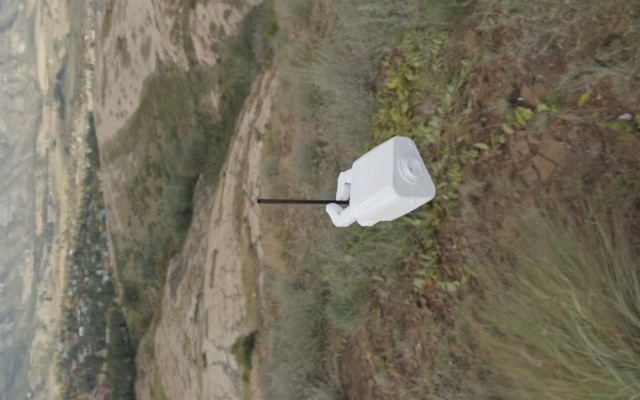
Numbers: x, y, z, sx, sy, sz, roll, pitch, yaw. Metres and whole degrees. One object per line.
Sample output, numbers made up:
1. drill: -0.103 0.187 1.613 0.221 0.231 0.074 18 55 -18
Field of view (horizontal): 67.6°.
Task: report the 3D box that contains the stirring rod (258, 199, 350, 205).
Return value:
1. stirring rod: 0.000 0.003 0.846 0.239 0.011 0.011 1 -1 -32
